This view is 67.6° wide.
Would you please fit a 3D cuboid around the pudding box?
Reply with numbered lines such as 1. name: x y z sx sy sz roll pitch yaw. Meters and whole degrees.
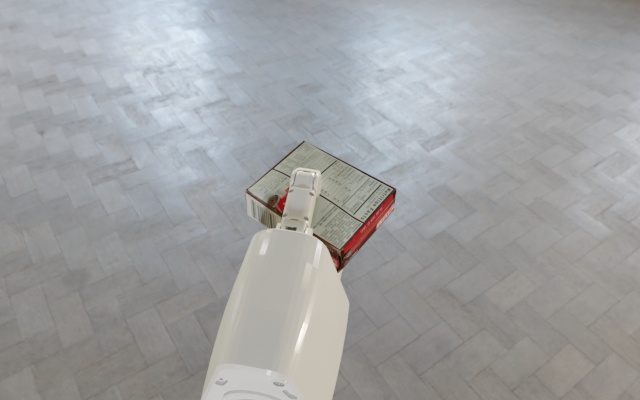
1. pudding box: 0.000 0.001 0.444 0.113 0.039 0.090 32 56 22
